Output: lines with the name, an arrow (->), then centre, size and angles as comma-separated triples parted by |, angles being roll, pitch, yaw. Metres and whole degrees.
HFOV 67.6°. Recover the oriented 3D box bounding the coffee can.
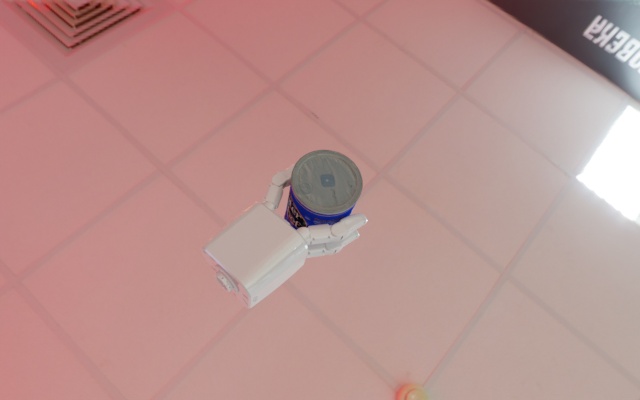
coffee can -> 0.000, 0.002, 0.733 | 0.103, 0.102, 0.140 | 0, -27, -9
